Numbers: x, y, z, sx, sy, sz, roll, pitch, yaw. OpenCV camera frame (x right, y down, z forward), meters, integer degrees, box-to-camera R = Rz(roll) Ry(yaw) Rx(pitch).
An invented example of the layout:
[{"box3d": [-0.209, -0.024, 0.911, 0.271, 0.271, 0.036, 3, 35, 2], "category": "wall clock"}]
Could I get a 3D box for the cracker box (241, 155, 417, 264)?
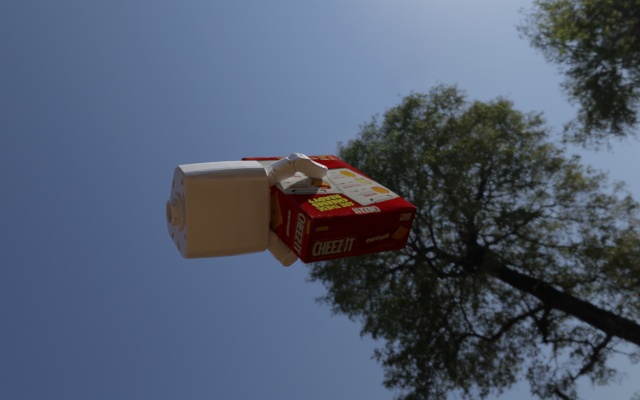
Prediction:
[{"box3d": [0.000, 0.002, 0.674, 0.164, 0.072, 0.213, -5, 27, -32], "category": "cracker box"}]
